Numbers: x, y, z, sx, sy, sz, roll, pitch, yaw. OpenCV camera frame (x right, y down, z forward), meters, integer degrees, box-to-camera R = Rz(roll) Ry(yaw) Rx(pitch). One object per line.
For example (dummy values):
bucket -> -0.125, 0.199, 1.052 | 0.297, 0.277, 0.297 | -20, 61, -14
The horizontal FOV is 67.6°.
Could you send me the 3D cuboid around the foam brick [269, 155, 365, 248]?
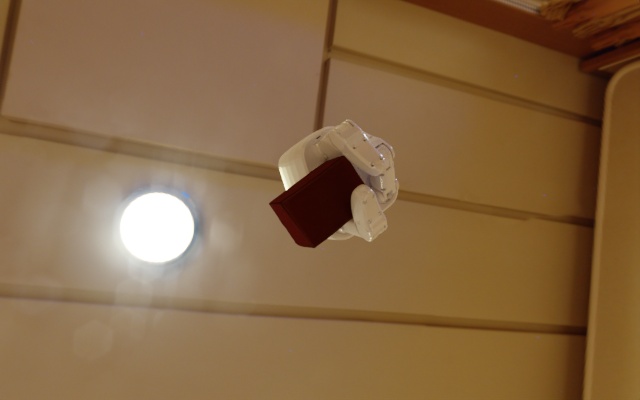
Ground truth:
foam brick -> 0.000, 0.002, 0.452 | 0.078, 0.053, 0.051 | -37, 11, -18
